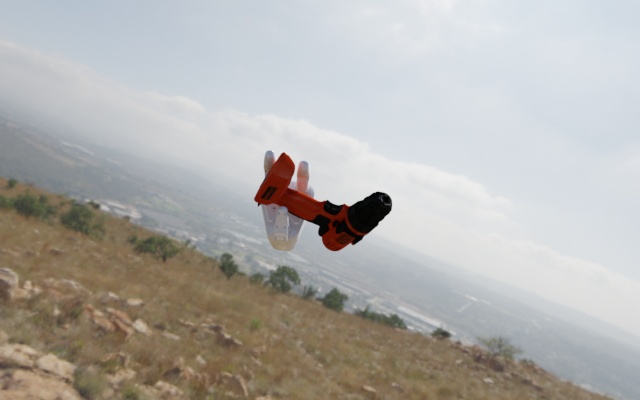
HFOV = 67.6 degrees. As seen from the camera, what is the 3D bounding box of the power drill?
[{"bbox_3d":[0.000,0.002,0.757,0.188,0.057,0.184,32,-37,-10],"label":"power drill"}]
